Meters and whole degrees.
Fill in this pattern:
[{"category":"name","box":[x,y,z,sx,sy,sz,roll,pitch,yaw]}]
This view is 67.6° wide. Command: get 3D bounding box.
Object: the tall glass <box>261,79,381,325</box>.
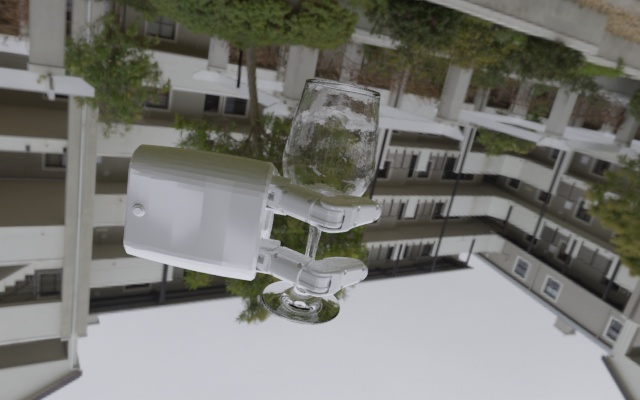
[{"category":"tall glass","box":[0.000,0.002,0.414,0.079,0.201,0.079,11,18,-3]}]
